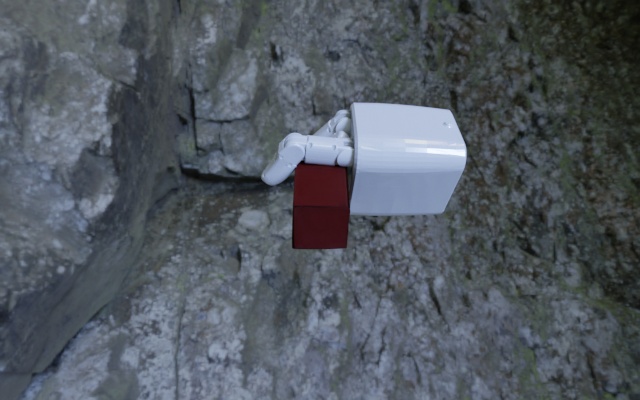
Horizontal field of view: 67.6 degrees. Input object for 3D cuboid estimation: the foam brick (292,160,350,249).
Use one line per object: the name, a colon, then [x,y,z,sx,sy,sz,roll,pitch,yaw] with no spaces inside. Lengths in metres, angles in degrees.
foam brick: [0.000,0.002,0.453,0.051,0.053,0.078,2,40,-2]
